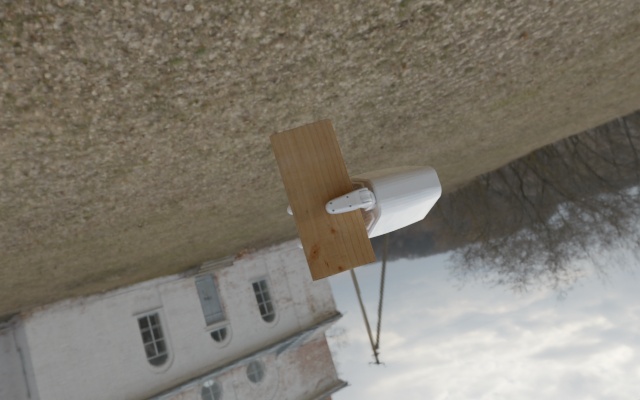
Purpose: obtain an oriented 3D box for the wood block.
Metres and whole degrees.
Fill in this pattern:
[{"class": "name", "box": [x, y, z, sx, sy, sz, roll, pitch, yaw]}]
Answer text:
[{"class": "wood block", "box": [0.001, 0.002, 0.682, 0.090, 0.206, 0.091, -17, -8, -5]}]
